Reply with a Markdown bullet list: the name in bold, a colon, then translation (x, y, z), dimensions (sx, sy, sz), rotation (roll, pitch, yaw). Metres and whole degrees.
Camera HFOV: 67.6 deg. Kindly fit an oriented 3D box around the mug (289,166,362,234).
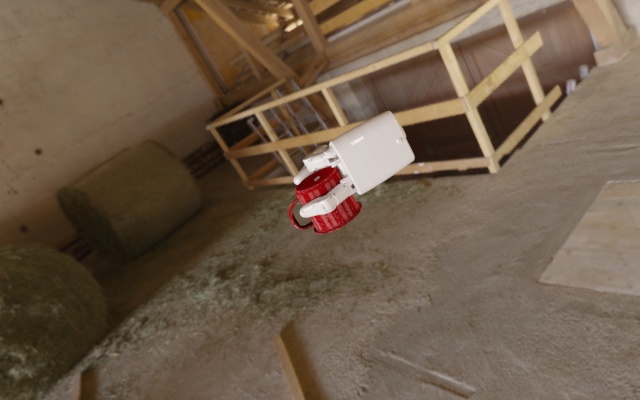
- **mug**: translation (-0.001, 0.003, 0.799), dimensions (0.117, 0.081, 0.093), rotation (-31, 18, -2)
